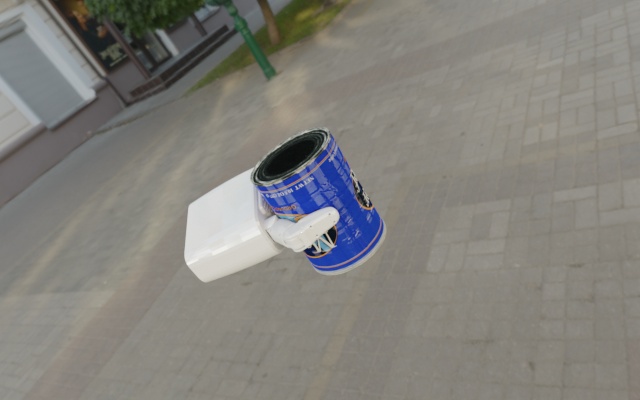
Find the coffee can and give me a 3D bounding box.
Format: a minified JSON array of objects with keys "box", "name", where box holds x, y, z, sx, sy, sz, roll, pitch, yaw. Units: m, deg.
[{"box":[0.000,0.002,0.553,0.103,0.140,0.102,-26,27,15],"name":"coffee can"}]
